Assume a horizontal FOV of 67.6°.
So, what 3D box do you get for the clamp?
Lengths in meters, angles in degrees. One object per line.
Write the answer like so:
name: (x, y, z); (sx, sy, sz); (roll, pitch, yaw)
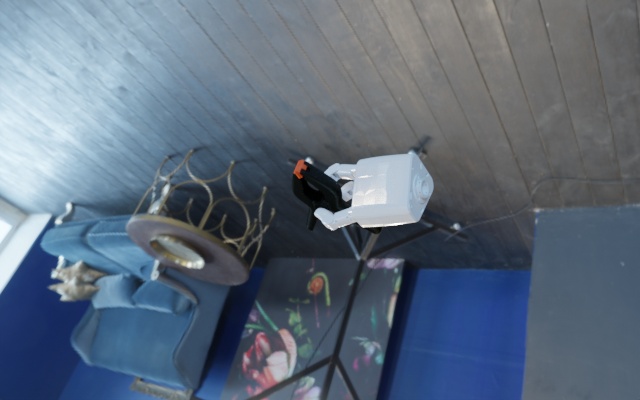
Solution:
clamp: (0.000, 0.003, 0.889); (0.164, 0.036, 0.210); (-6, -39, 37)
